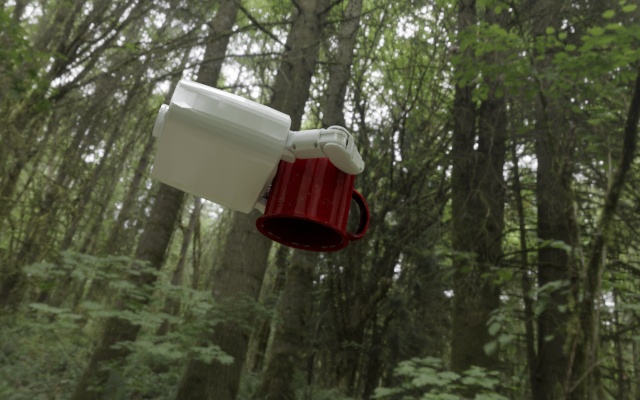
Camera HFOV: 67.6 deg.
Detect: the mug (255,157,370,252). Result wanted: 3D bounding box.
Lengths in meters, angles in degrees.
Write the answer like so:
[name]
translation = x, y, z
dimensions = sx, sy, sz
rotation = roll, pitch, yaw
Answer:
[mug]
translation = 0.001, 0.002, 0.484
dimensions = 0.117, 0.081, 0.093
rotation = 21, -25, -19
